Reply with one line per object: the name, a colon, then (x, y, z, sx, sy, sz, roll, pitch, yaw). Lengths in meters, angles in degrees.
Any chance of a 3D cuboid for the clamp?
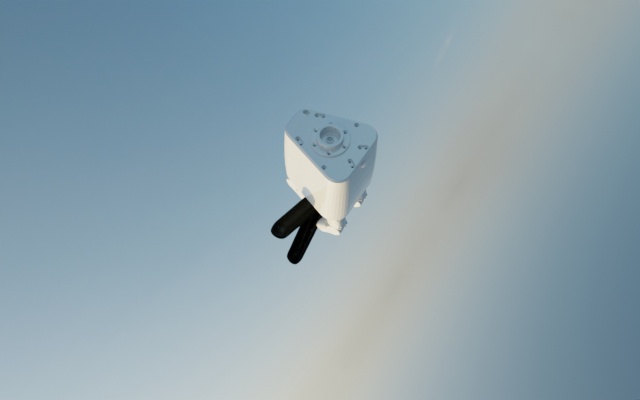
clamp: (0.000, 0.001, 0.734, 0.036, 0.210, 0.165, 32, -22, 14)
